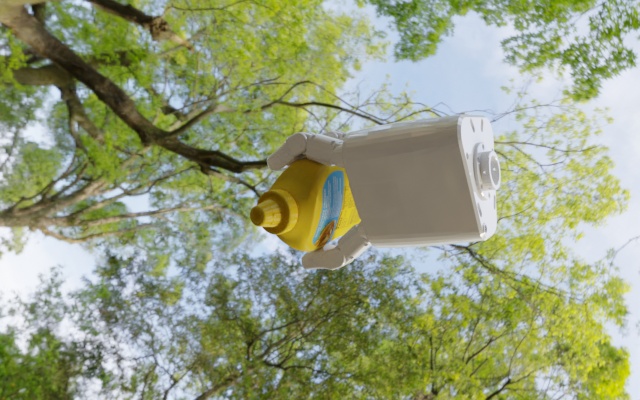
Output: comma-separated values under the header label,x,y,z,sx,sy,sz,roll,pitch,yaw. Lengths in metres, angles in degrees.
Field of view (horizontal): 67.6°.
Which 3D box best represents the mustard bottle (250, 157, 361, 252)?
label,x,y,z,sx,sy,sz,roll,pitch,yaw
mustard bottle,0.000,0.002,0.490,0.058,0.096,0.191,23,20,30
